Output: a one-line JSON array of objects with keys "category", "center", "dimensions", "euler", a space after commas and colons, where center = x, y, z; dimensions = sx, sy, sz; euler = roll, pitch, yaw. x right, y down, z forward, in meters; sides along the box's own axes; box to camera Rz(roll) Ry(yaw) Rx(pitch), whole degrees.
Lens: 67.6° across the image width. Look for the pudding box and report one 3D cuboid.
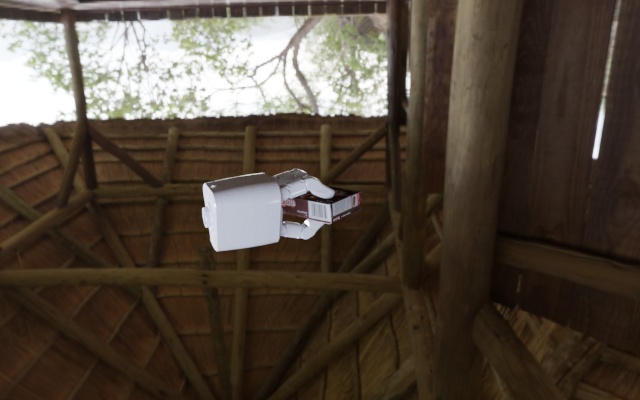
[{"category": "pudding box", "center": [0.000, 0.003, 0.833], "dimensions": [0.113, 0.039, 0.090], "euler": [13, 23, 36]}]
